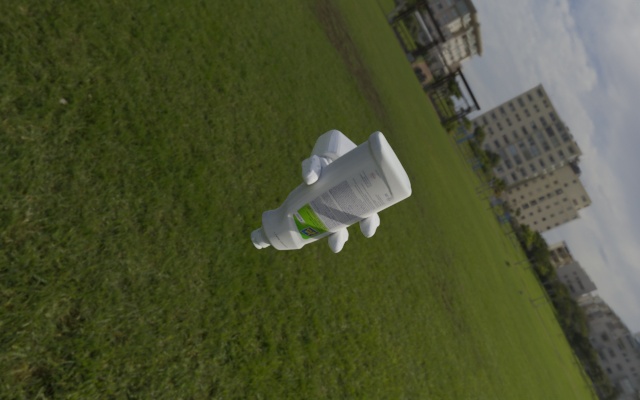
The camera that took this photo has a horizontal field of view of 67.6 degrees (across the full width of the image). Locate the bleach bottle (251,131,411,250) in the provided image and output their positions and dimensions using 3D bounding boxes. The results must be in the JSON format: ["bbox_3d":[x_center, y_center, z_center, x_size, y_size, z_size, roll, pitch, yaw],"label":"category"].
[{"bbox_3d":[0.000,0.002,0.704,0.251,0.103,0.068,-27,24,19],"label":"bleach bottle"}]
